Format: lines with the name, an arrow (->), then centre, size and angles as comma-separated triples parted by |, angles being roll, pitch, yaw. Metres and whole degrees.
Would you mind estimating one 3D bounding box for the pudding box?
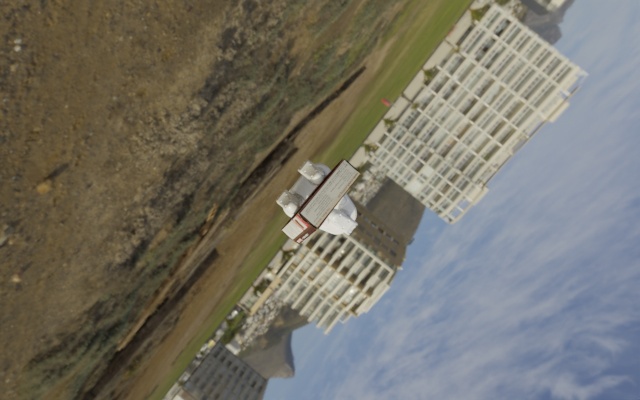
pudding box -> 0.000, 0.002, 0.678 | 0.039, 0.113, 0.090 | 38, -26, -3
